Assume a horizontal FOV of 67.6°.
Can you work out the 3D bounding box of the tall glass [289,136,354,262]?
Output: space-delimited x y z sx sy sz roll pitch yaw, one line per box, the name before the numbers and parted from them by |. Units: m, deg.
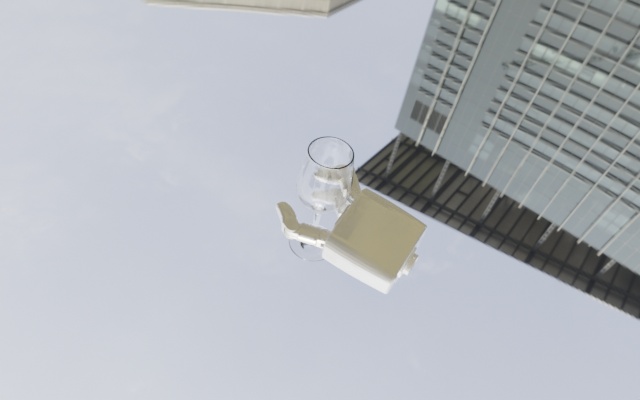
tall glass | 0.000 0.003 0.692 0.079 0.079 0.201 0 -41 -10
